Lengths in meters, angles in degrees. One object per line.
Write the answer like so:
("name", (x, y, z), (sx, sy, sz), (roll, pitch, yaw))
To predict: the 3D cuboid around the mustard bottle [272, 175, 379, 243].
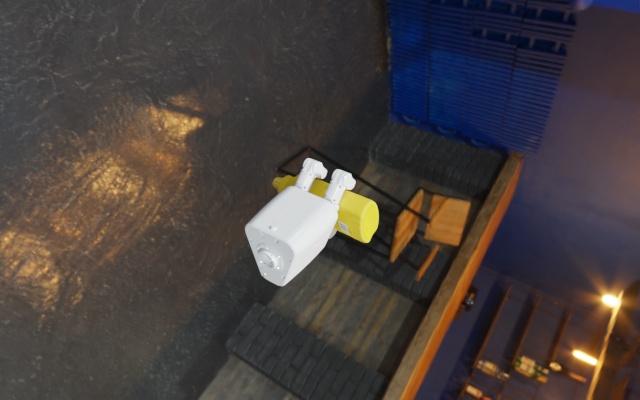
("mustard bottle", (0.001, 0.002, 0.795), (0.191, 0.058, 0.096), (23, -22, 25))
